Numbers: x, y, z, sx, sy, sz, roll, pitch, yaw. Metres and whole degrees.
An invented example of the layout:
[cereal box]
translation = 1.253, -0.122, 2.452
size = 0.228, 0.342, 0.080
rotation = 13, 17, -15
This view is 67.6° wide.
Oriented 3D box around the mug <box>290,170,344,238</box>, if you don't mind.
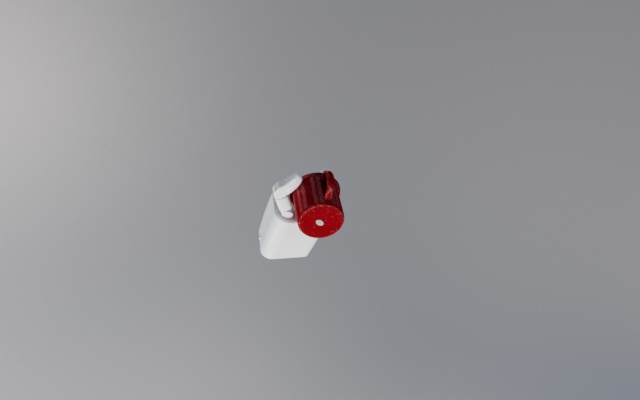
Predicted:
[mug]
translation = 0.001, 0.002, 0.830
size = 0.093, 0.117, 0.081
rotation = 11, 37, -20
